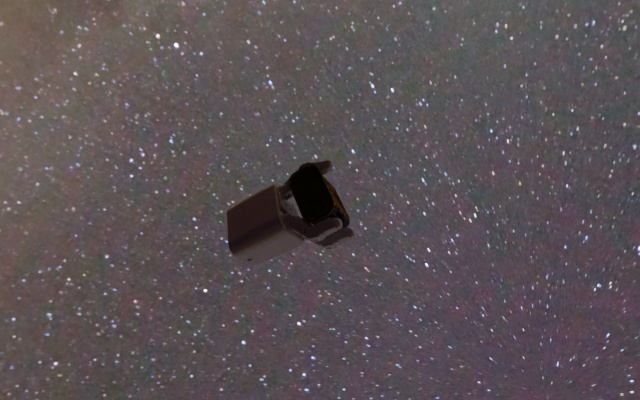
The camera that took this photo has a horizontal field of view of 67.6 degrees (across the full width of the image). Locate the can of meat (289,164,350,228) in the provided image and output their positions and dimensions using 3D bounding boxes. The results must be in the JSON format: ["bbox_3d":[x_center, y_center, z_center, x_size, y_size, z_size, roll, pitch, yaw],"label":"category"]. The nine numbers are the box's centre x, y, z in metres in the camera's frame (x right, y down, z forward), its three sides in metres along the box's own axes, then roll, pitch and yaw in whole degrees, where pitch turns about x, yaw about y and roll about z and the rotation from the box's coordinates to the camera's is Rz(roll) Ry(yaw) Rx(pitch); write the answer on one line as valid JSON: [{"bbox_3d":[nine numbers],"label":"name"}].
[{"bbox_3d":[0.000,0.003,0.798,0.057,0.102,0.084,-30,-30,10],"label":"can of meat"}]
